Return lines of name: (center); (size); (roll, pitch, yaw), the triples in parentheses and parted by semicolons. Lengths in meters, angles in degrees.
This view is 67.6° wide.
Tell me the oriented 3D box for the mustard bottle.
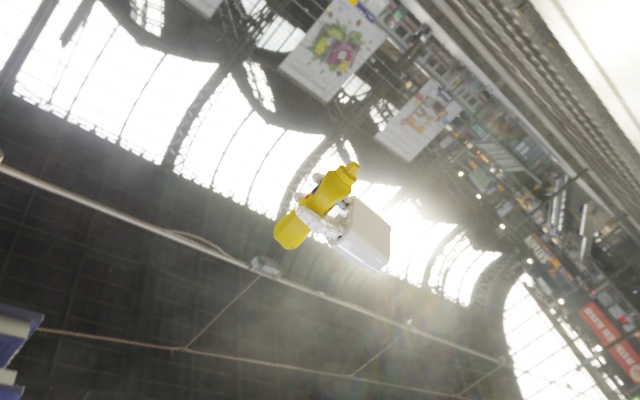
mustard bottle: (0.000, 0.003, 0.851); (0.192, 0.058, 0.096); (-45, -1, 21)
